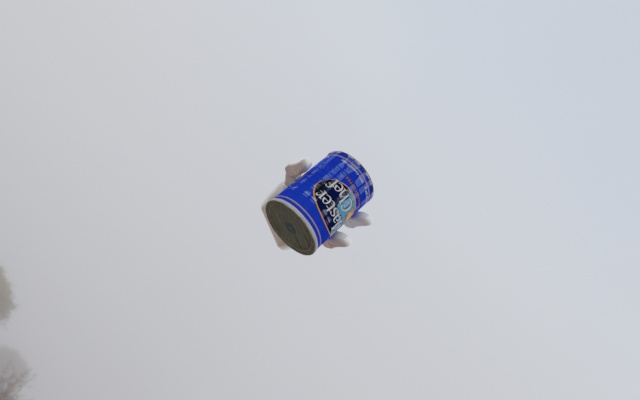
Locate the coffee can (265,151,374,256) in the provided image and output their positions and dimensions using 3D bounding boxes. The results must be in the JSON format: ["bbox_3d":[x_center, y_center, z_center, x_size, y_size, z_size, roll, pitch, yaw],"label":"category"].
[{"bbox_3d":[0.000,0.002,0.742,0.140,0.103,0.103,-41,23,-29],"label":"coffee can"}]
